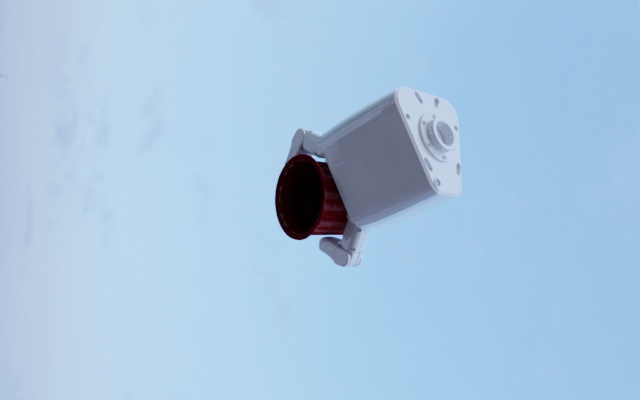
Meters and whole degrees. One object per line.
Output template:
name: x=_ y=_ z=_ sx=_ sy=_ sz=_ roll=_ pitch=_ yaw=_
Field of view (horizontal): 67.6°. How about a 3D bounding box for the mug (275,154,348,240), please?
mug: x=-0.001 y=0.002 z=0.547 sx=0.081 sy=0.093 sz=0.117 roll=4 pitch=-19 yaw=-38
